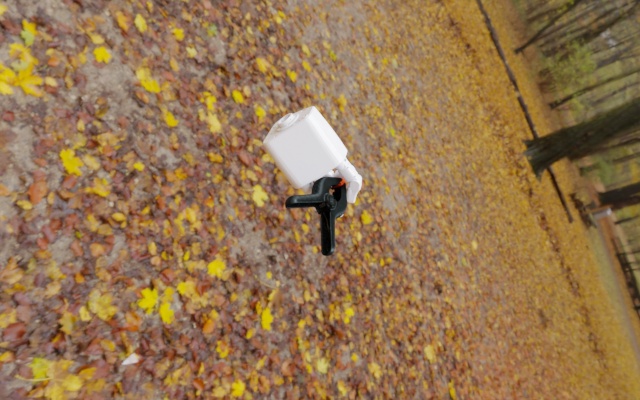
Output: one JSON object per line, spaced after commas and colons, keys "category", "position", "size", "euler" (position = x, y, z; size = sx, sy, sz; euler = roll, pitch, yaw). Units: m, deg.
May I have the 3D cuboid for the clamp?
{"category": "clamp", "position": [0.001, 0.003, 0.839], "size": [0.039, 0.120, 0.171], "euler": [-22, 28, 30]}
